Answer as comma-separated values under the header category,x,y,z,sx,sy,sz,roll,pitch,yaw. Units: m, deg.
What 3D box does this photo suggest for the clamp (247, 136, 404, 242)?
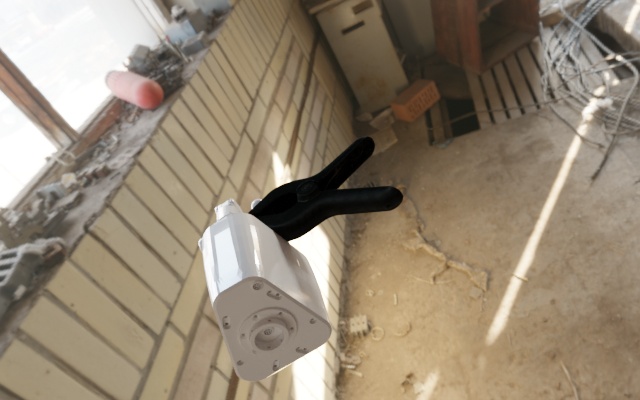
category,x,y,z,sx,sy,sz,roll,pitch,yaw
clamp,0.000,0.001,0.490,0.171,0.039,0.120,-32,29,1
